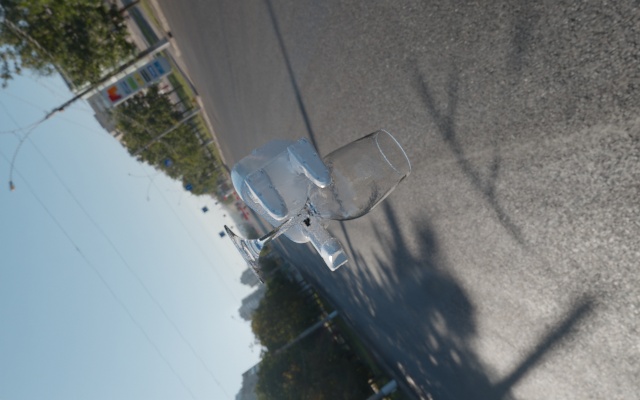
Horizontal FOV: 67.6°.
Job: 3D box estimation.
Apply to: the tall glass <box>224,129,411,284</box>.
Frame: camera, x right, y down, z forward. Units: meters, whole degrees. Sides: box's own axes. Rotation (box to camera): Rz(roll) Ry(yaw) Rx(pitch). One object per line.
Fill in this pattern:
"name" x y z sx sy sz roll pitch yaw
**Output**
"tall glass" 0.000 0.002 0.518 0.201 0.079 0.079 -34 5 -8
